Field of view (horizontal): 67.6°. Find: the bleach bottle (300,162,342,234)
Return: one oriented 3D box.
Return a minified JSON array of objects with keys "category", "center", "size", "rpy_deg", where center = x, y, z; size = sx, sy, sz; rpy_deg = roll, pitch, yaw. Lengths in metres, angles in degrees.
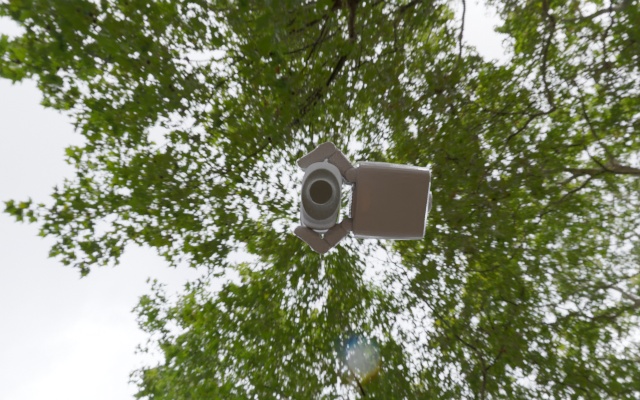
[{"category":"bleach bottle","center":[0.000,0.002,0.690],"size":[0.068,0.102,0.251],"rpy_deg":[4,-2,0]}]
